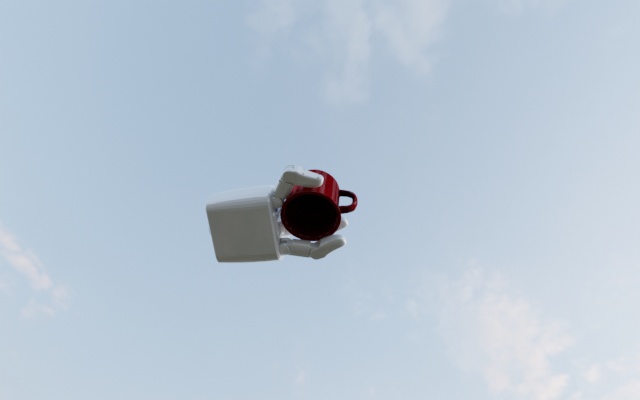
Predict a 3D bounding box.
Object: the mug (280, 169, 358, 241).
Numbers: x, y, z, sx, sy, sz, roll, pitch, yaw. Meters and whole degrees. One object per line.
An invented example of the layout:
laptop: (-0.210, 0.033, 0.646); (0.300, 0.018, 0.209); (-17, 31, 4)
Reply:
mug: (0.002, 0.002, 0.752); (0.117, 0.093, 0.081); (-5, 32, 9)
